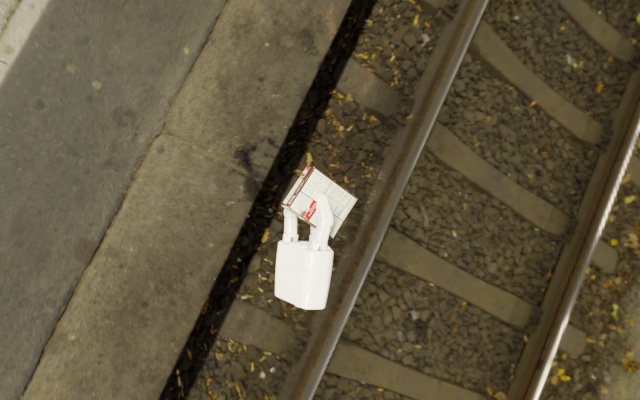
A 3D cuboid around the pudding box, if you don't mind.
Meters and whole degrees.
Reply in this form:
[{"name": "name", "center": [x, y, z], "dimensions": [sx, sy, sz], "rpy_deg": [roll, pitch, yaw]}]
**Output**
[{"name": "pudding box", "center": [0.000, 0.003, 0.873], "dimensions": [0.113, 0.090, 0.039], "rpy_deg": [36, -8, -25]}]
